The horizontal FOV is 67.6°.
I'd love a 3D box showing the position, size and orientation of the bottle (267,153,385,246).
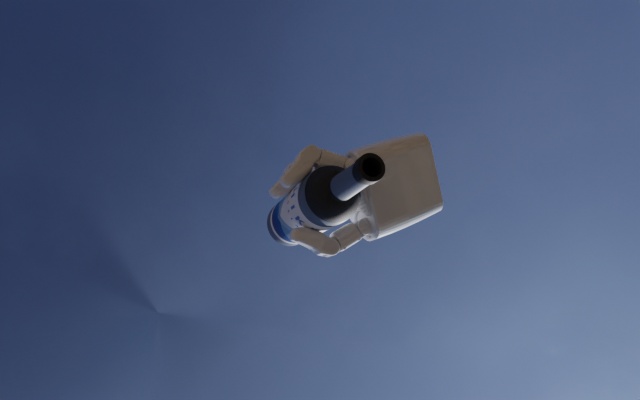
[{"bbox_3d":[0.000,0.002,0.564,0.069,0.069,0.296,0,-13,-19],"label":"bottle"}]
